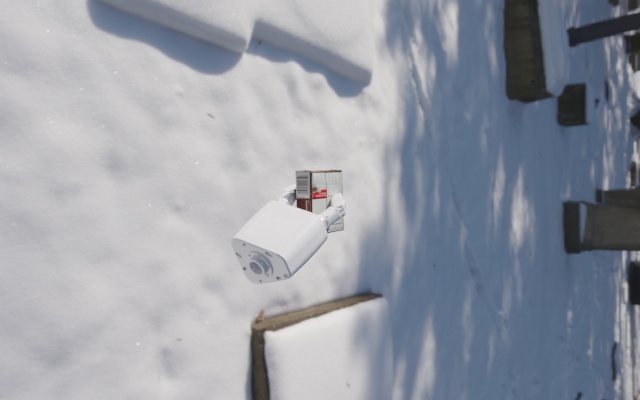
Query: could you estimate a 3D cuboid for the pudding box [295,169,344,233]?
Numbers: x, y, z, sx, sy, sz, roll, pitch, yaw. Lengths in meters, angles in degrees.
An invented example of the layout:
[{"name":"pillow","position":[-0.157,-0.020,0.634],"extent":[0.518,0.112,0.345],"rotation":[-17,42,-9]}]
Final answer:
[{"name":"pudding box","position":[0.000,0.003,0.836],"extent":[0.039,0.113,0.090],"rotation":[4,6,39]}]
